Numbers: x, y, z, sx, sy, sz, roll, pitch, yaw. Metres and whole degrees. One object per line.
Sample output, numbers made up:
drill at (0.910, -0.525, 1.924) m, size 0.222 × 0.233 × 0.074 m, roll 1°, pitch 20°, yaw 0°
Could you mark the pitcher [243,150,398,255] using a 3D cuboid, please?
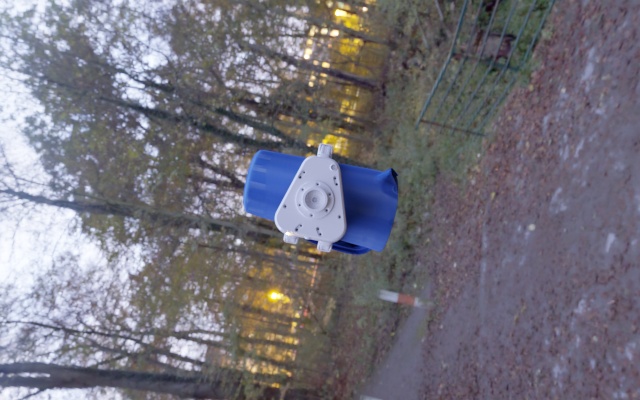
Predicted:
pitcher at (0.000, 0.003, 0.794) m, size 0.243 × 0.149 × 0.145 m, roll 13°, pitch -4°, yaw 0°
